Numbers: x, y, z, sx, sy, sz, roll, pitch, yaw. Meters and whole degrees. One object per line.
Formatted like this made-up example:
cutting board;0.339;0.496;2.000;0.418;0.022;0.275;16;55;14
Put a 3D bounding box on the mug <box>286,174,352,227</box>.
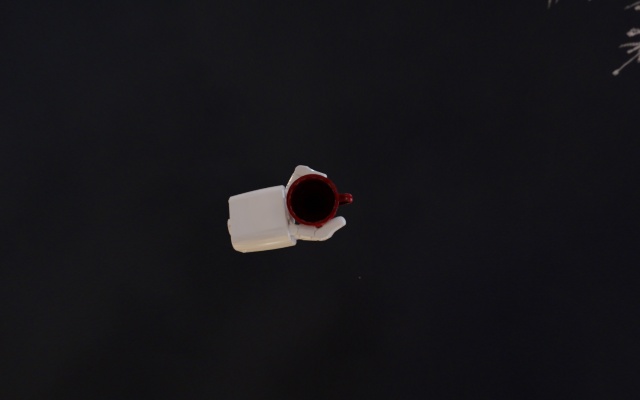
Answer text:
mug;0.002;0.003;0.874;0.117;0.093;0.081;-9;-10;2
